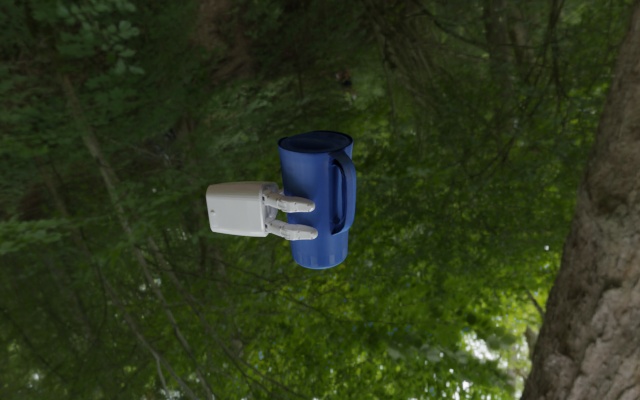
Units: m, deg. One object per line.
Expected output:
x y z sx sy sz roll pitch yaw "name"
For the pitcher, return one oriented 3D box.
0.000 0.003 0.873 0.145 0.243 0.149 2 24 10 "pitcher"
